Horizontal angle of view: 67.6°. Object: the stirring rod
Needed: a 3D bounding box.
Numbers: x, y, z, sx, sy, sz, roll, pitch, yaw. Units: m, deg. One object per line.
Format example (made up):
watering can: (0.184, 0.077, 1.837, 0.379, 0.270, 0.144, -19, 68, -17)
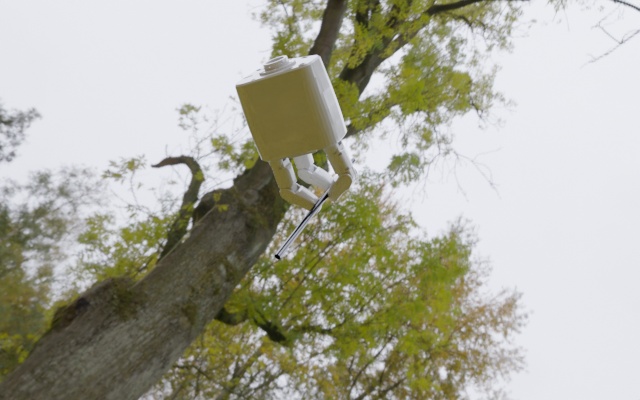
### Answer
stirring rod: (0.000, 0.002, 0.648, 0.011, 0.011, 0.239, 0, 32, 30)
